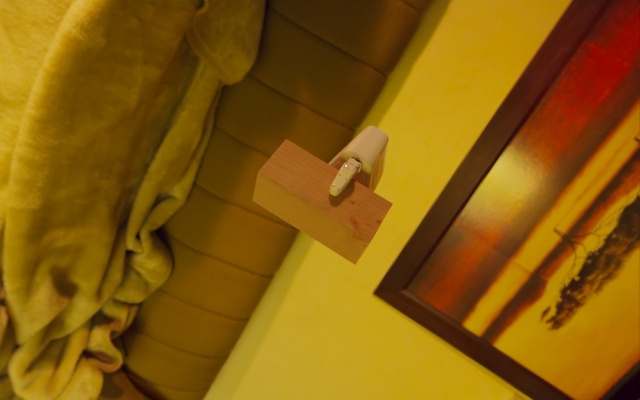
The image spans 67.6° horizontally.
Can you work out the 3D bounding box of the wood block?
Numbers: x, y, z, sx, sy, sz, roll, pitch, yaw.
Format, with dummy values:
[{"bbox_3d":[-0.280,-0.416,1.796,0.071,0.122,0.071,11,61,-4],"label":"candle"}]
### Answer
[{"bbox_3d":[0.000,0.002,0.792,0.206,0.090,0.091,31,-34,6],"label":"wood block"}]
